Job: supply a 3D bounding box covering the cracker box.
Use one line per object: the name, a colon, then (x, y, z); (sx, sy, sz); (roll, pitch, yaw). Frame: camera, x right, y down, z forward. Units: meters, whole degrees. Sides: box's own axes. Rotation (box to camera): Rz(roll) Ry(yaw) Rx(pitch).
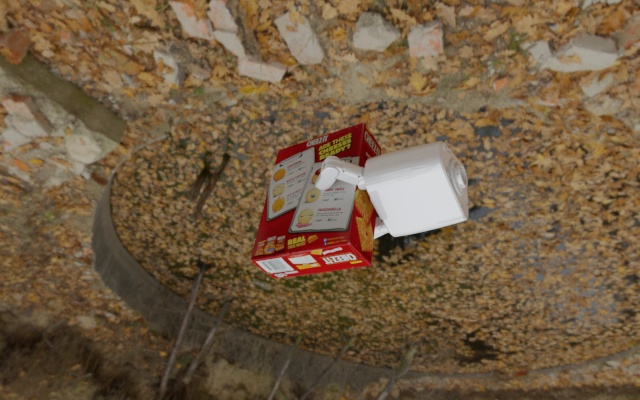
cracker box: (0.000, 0.002, 0.712); (0.164, 0.213, 0.072); (-14, -42, 29)
